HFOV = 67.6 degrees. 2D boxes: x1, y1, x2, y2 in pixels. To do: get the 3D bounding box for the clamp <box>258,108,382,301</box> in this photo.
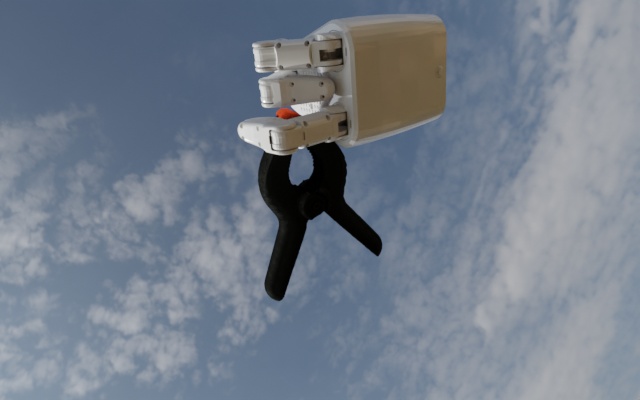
[{"bbox_3d":[0.000,0.001,0.425,0.120,0.171,0.039,-17,29,-26],"label":"clamp"}]
